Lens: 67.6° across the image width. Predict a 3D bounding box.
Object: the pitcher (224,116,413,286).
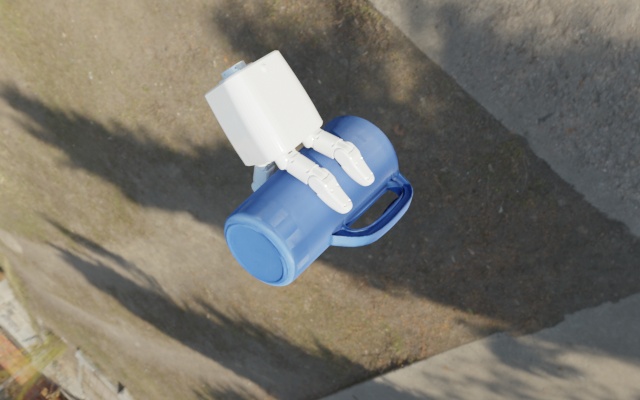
[{"bbox_3d":[0.000,0.002,0.626,0.149,0.145,0.242,-13,24,47],"label":"pitcher"}]
